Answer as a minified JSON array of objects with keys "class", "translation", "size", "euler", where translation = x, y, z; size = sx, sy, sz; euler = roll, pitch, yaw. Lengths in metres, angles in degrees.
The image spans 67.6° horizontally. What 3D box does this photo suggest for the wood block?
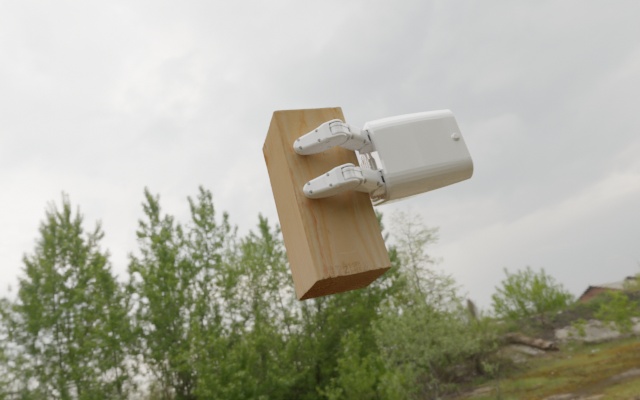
[{"class":"wood block","translation":[0.000,0.002,0.569],"size":[0.090,0.206,0.091],"euler":[-8,-23,-19]}]
